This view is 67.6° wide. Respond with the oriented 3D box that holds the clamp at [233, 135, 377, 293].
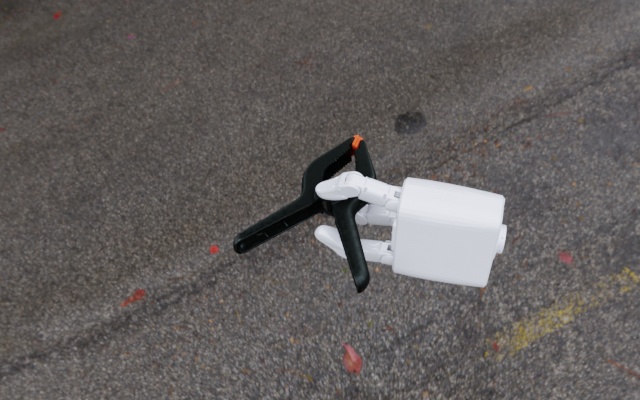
[{"bbox_3d":[0.000,0.001,0.573,0.164,0.209,0.036,9,-36,16],"label":"clamp"}]
